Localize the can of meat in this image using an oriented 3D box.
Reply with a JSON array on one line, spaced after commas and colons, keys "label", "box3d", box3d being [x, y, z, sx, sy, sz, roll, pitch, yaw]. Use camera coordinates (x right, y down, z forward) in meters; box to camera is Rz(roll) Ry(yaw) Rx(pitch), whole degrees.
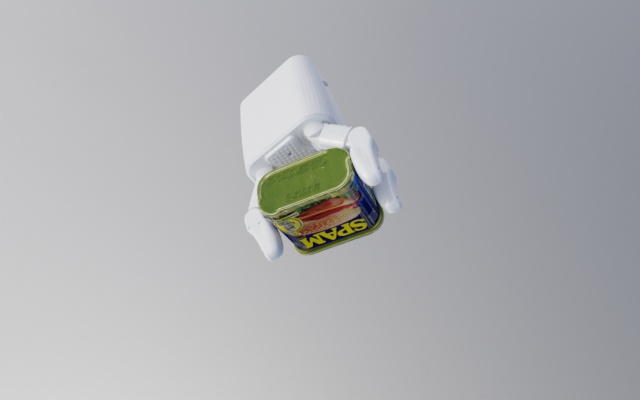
[{"label": "can of meat", "box3d": [0.000, 0.001, 0.466, 0.102, 0.057, 0.084, -21, -38, 15]}]
